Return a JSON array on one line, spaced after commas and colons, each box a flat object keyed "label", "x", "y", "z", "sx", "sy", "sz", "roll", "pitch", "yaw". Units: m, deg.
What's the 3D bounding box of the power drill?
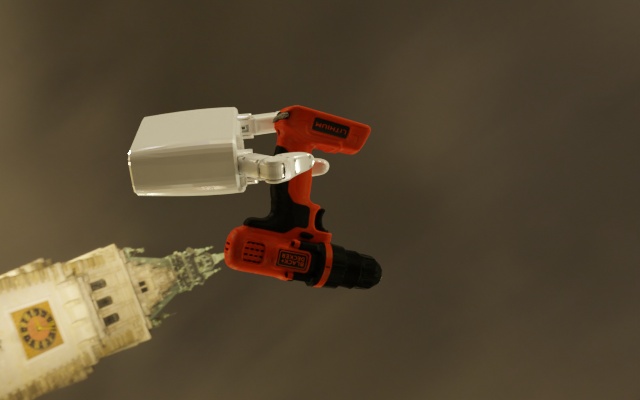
[{"label": "power drill", "x": 0.000, "y": 0.001, "z": 0.531, "sx": 0.184, "sy": 0.187, "sz": 0.057, "roll": 13, "pitch": -5, "yaw": -23}]
